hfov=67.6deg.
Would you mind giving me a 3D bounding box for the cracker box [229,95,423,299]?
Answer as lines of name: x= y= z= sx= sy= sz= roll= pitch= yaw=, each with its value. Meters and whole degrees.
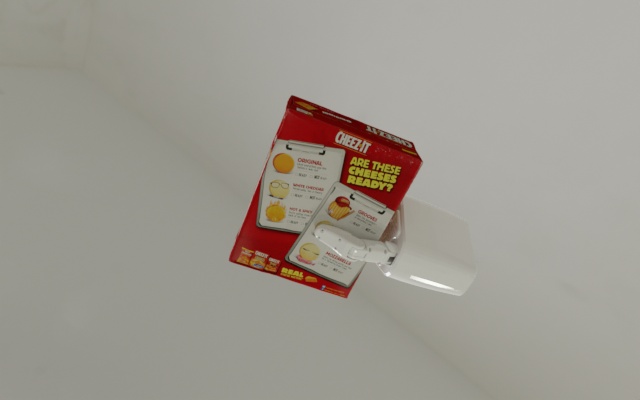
cracker box: x=0.000 y=0.002 z=0.588 sx=0.164 sy=0.214 sz=0.072 roll=20 pitch=26 yaw=-11
